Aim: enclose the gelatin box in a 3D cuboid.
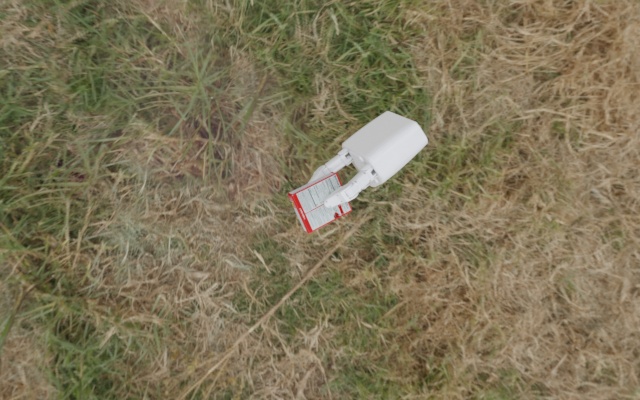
[{"bbox_3d":[0.000,0.003,0.803,0.089,0.073,0.030,-28,15,-15],"label":"gelatin box"}]
